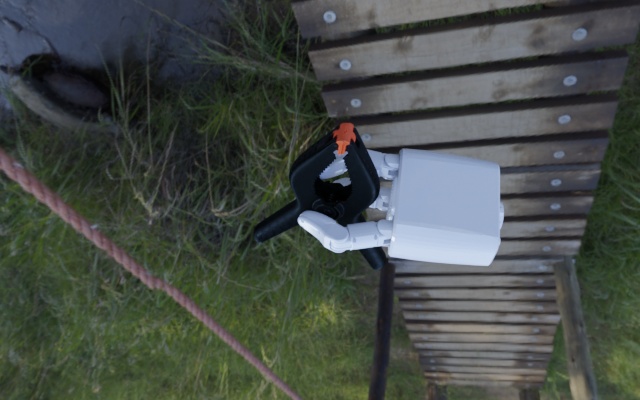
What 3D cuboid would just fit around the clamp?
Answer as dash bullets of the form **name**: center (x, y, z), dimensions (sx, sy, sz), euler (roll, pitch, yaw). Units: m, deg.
- **clamp**: center (0.000, 0.002, 0.520), dimensions (0.164, 0.036, 0.210), euler (8, -40, 6)
